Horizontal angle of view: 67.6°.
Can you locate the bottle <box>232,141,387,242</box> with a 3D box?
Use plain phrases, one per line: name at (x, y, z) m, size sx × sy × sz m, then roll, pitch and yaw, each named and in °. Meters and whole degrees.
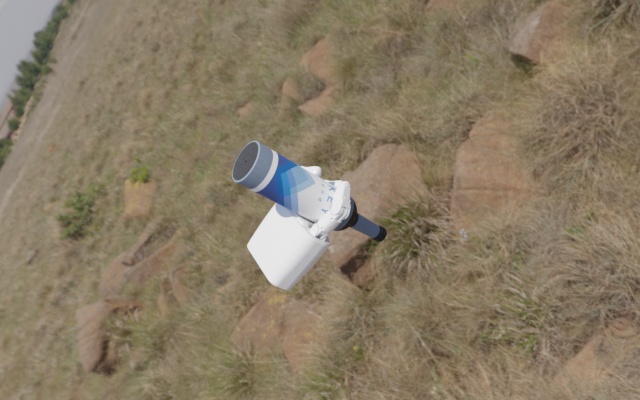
bottle at (0.000, 0.002, 0.764) m, size 0.296 × 0.069 × 0.069 m, roll 29°, pitch -17°, yaw -34°
